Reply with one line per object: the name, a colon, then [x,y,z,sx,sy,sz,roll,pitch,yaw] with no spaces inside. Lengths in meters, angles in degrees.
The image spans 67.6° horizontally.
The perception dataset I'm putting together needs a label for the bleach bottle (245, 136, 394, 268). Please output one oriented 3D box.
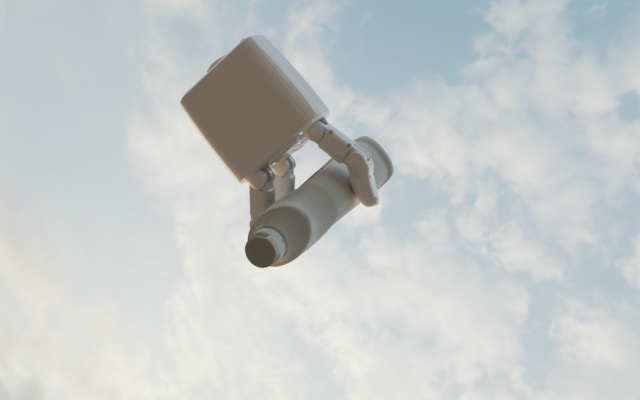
bleach bottle: [0.000,0.002,0.497,0.102,0.068,0.250,-39,0,27]
